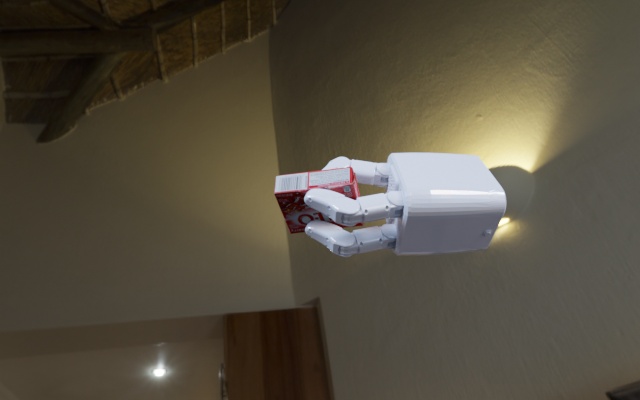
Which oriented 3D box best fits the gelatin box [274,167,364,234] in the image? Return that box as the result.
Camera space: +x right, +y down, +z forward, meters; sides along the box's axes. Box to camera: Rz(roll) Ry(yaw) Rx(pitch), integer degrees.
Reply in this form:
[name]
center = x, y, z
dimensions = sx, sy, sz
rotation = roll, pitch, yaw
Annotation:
[gelatin box]
center = 0.000, 0.001, 0.536
dimensions = 0.089, 0.030, 0.073
rotation = -6, -42, 10
